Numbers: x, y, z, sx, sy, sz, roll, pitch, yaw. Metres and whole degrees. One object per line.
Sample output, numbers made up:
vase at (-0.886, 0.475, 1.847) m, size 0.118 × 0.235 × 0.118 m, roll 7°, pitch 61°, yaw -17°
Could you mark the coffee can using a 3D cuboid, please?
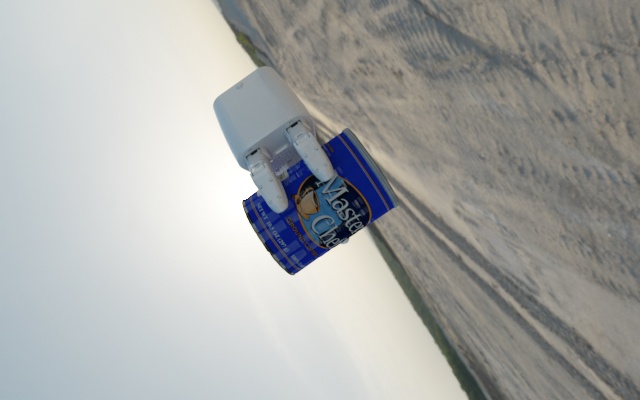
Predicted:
coffee can at (0.000, 0.002, 0.526) m, size 0.140 × 0.103 × 0.103 m, roll -34°, pitch -2°, yaw 3°
